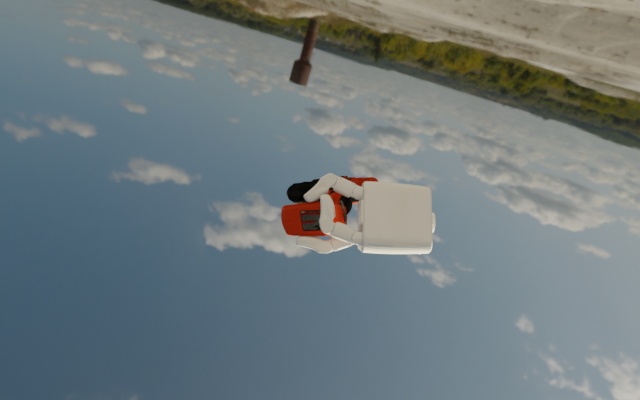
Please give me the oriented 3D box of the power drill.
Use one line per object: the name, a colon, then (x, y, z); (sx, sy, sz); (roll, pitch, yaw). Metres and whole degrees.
power drill: (0.000, 0.003, 0.842); (0.184, 0.057, 0.187); (-4, 18, 21)
